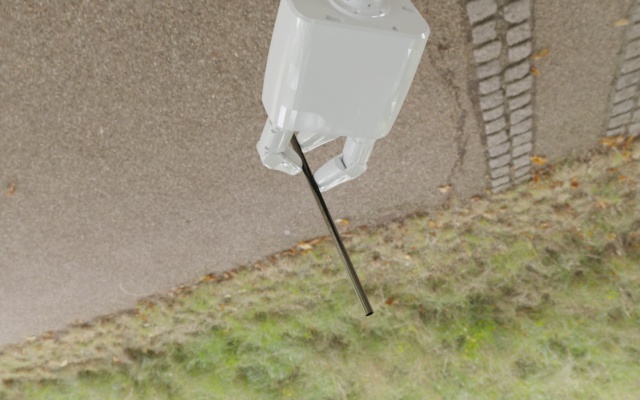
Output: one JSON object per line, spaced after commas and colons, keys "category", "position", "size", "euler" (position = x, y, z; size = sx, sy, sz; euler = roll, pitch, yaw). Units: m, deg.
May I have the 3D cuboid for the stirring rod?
{"category": "stirring rod", "position": [0.000, 0.001, 0.467], "size": [0.011, 0.239, 0.011], "euler": [-17, -30, -11]}
